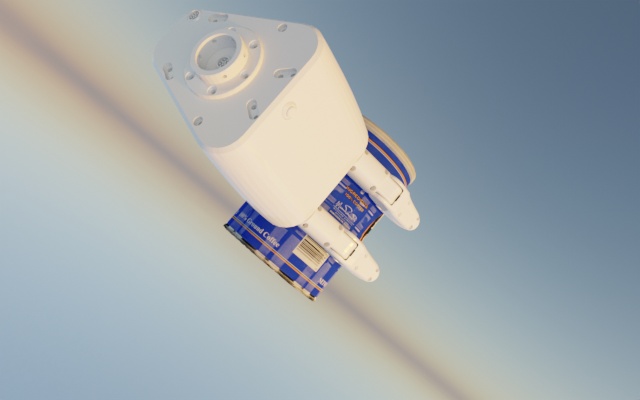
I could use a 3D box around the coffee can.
[{"bbox_3d":[0.000,0.001,0.420,0.103,0.140,0.103,39,-7,6],"label":"coffee can"}]
